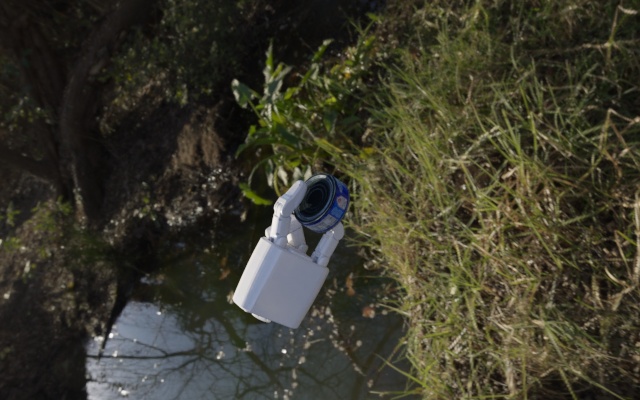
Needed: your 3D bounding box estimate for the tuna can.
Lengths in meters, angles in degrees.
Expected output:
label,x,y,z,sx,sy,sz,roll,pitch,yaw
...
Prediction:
label,x,y,z,sx,sy,sz,roll,pitch,yaw
tuna can,0.000,0.002,0.707,0.086,0.086,0.034,0,-24,45
